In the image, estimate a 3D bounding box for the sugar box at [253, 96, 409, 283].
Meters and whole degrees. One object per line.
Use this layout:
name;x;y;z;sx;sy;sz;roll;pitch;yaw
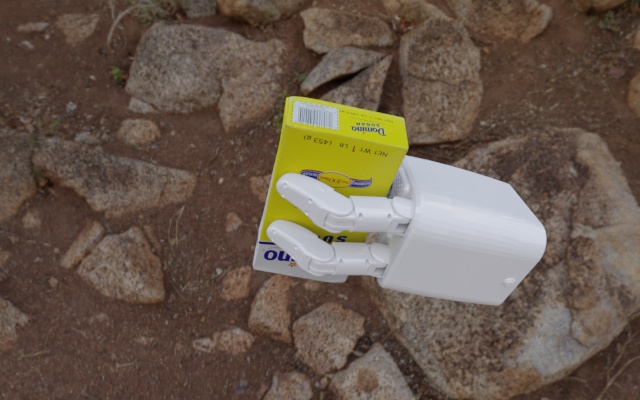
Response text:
sugar box;0.000;0.002;0.407;0.093;0.176;0.048;10;43;-7
